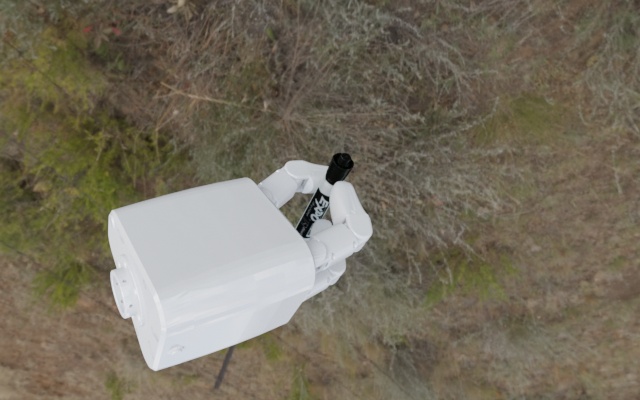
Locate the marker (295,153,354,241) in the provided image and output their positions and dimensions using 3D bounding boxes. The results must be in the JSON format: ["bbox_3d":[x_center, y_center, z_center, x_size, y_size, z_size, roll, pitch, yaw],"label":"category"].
[{"bbox_3d":[0.000,0.001,0.425,0.020,0.020,0.121,0,-37,-25],"label":"marker"}]
